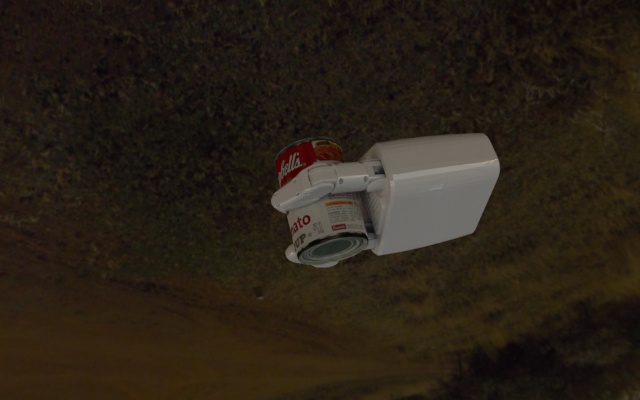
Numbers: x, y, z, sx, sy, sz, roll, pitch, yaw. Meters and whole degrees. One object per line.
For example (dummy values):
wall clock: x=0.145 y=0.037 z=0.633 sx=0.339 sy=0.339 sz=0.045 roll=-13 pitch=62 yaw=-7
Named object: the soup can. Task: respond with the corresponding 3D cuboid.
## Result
soup can: x=0.000 y=0.002 z=0.447 sx=0.068 sy=0.102 sz=0.068 roll=-12 pitch=-24 yaw=-6
